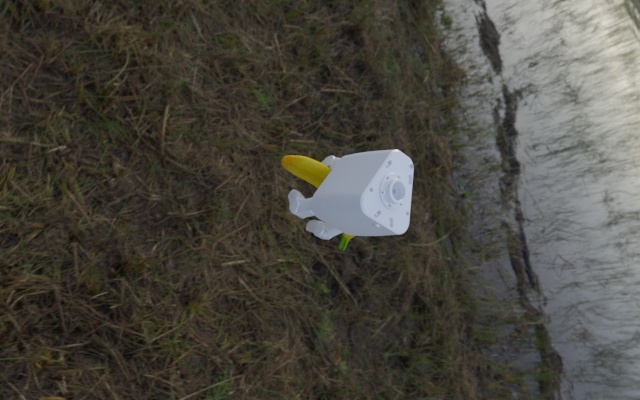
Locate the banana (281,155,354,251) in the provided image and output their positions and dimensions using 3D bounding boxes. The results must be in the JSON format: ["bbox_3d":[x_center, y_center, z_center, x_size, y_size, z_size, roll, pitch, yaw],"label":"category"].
[{"bbox_3d":[0.015,-0.007,0.760,0.069,0.198,0.037,-42,27,-15],"label":"banana"}]
